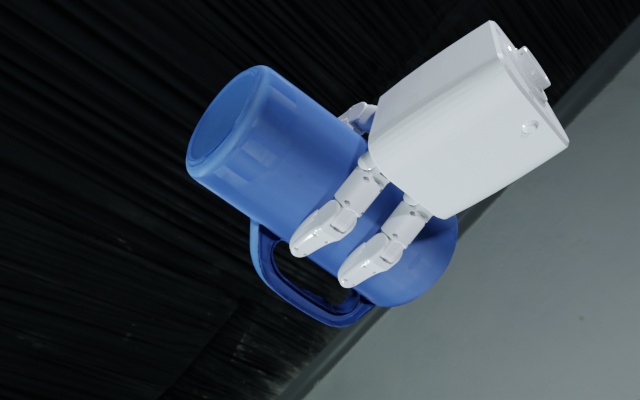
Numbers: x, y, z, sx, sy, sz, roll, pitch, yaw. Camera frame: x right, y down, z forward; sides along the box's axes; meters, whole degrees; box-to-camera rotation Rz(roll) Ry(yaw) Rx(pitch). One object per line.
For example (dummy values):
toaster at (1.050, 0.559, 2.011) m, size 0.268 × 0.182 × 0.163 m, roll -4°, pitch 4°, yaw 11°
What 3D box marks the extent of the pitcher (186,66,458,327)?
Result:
pitcher at (0.000, 0.001, 0.438) m, size 0.145 × 0.149 × 0.243 m, roll -32°, pitch -53°, yaw 33°
